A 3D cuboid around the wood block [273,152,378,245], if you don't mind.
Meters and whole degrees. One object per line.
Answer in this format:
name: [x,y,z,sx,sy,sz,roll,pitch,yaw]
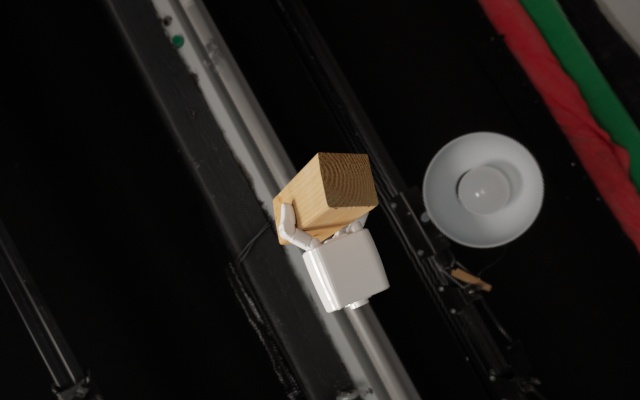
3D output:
wood block: [0.000,0.003,0.806,0.091,0.090,0.206,-2,-19,-27]
